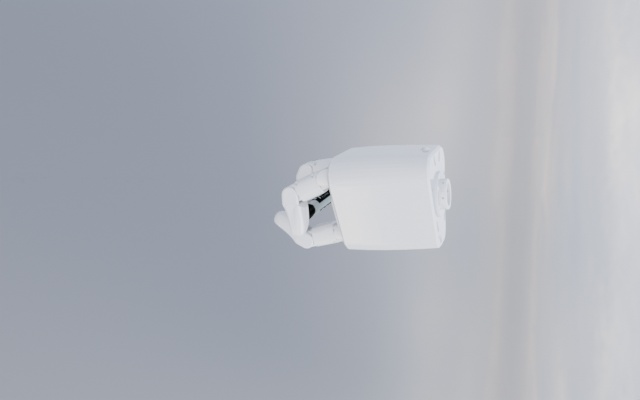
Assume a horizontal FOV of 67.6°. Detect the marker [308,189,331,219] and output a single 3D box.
[{"bbox_3d":[0.000,0.002,0.613,0.020,0.020,0.121,0,16,25],"label":"marker"}]
